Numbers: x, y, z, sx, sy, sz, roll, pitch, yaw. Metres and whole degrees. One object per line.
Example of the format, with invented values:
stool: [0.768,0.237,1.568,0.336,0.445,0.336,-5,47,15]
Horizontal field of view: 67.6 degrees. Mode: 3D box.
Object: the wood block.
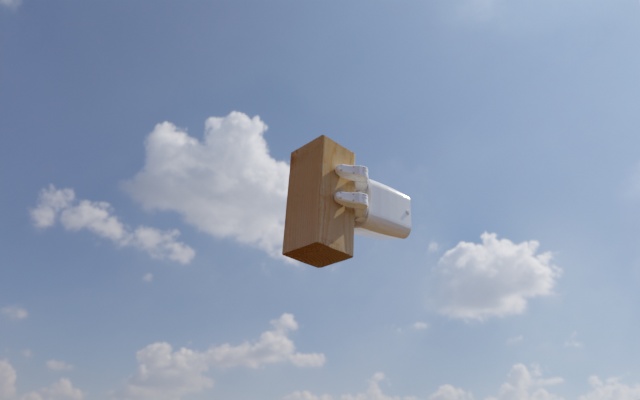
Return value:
wood block: [0.000,0.003,0.850,0.090,0.206,0.091,26,-35,-36]
